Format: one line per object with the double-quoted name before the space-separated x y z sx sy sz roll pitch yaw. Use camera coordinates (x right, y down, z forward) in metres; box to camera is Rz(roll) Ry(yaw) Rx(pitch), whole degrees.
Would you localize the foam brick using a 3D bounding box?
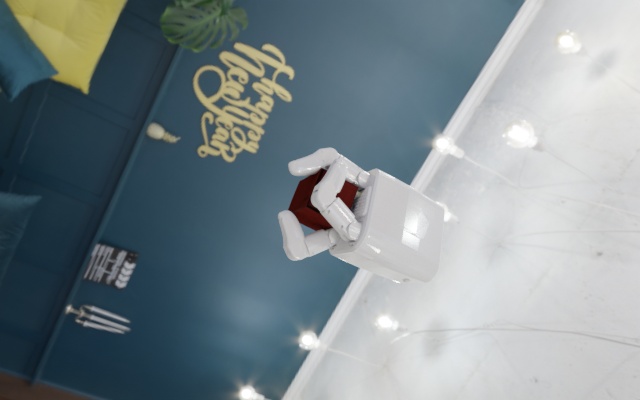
"foam brick" 0.000 0.002 0.579 0.051 0.053 0.078 27 -18 -16
